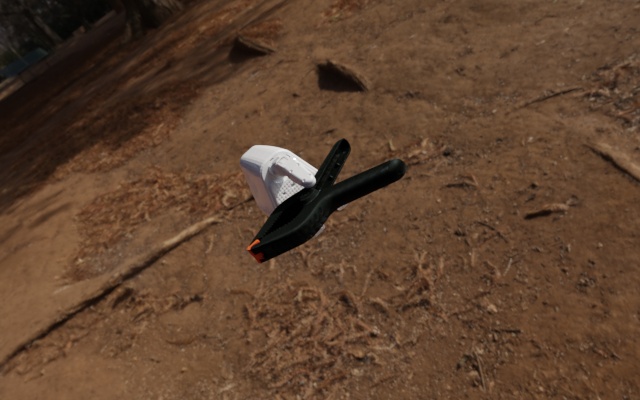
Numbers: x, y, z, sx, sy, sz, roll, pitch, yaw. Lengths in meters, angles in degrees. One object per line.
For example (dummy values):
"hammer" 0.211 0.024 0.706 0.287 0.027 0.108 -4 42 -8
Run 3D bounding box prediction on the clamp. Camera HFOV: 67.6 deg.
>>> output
"clamp" -0.001 0.002 0.592 0.210 0.036 0.164 -44 26 -13
